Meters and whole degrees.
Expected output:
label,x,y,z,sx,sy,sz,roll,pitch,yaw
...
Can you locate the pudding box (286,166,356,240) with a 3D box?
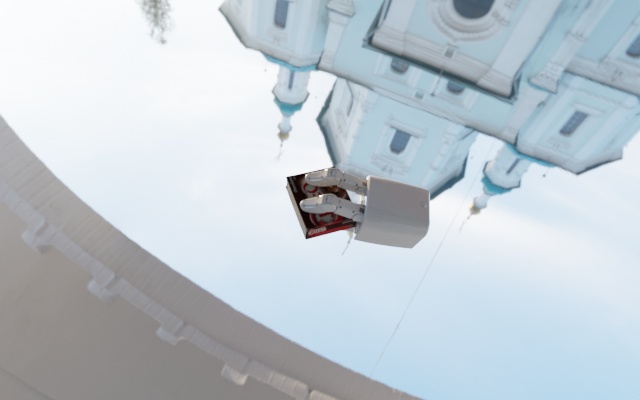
label,x,y,z,sx,sy,sz,roll,pitch,yaw
pudding box,0.000,0.003,0.798,0.090,0.113,0.039,-13,-34,-17
